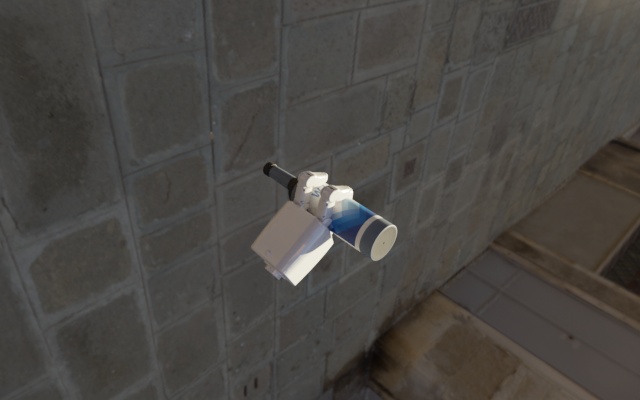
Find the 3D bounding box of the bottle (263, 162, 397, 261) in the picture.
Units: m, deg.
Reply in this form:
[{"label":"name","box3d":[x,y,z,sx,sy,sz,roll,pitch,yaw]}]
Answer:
[{"label":"bottle","box3d":[0.000,0.003,0.850,0.295,0.069,0.069,33,20,34]}]
